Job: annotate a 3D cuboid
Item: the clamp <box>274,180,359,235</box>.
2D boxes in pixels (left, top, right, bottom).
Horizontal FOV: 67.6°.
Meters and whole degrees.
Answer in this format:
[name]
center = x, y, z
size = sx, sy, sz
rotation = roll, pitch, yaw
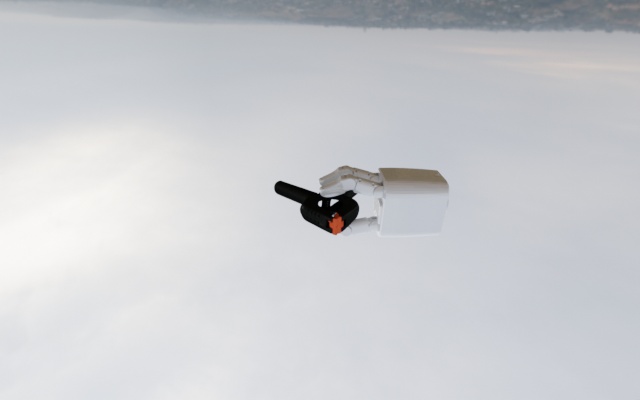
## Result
[clamp]
center = 0.000, 0.004, 0.793
size = 0.164, 0.036, 0.210
rotation = -1, 20, -1
